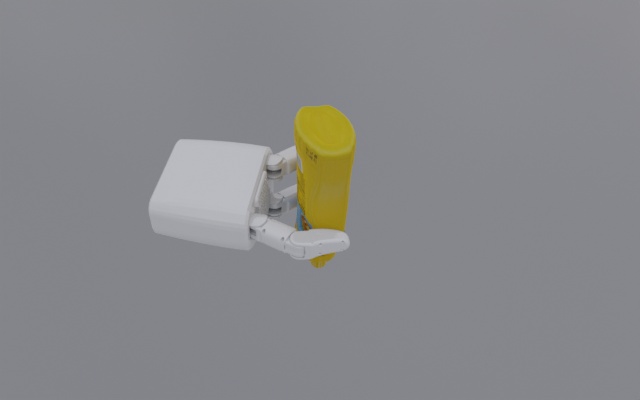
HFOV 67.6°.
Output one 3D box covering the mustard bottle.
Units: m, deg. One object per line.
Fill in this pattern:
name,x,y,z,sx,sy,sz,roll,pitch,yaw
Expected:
mustard bottle,0.000,0.002,0.520,0.058,0.192,0.096,-7,40,-12
